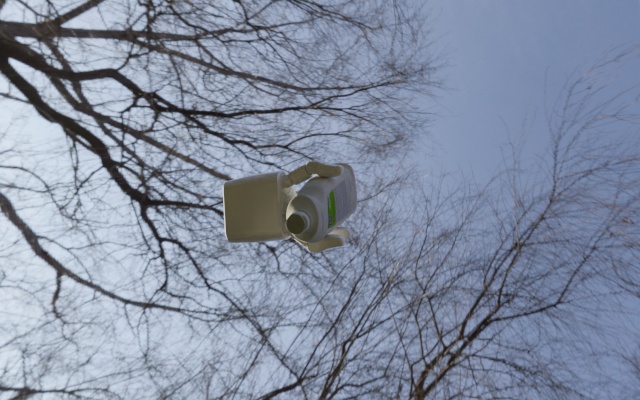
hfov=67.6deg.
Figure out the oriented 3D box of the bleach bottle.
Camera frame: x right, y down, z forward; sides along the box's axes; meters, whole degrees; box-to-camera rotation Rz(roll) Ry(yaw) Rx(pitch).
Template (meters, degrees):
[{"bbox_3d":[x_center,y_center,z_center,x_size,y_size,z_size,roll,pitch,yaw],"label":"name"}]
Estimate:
[{"bbox_3d":[0.000,0.003,0.768,0.068,0.102,0.251,-6,8,18],"label":"bleach bottle"}]
